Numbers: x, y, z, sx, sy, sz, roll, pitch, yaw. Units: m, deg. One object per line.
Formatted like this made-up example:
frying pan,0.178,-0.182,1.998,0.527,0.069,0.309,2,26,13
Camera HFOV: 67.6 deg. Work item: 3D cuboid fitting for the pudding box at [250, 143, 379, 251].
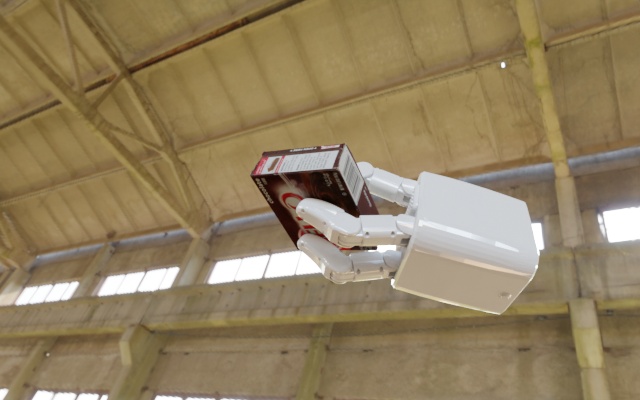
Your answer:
pudding box,0.000,0.001,0.452,0.090,0.039,0.114,-3,-46,27
